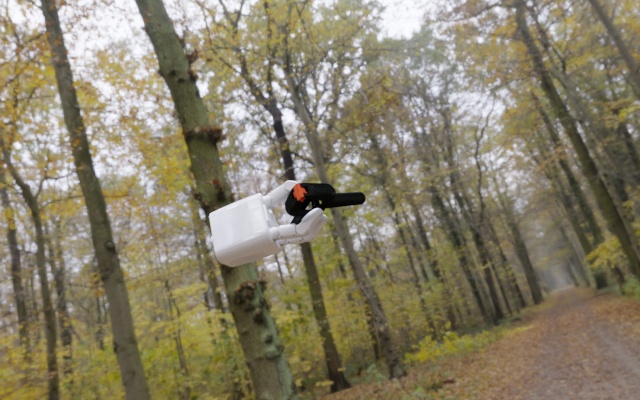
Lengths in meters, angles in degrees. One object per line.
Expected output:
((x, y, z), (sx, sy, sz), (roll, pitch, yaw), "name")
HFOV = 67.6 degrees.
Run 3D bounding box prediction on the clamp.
((0.000, 0.002, 0.880), (0.164, 0.036, 0.210), (-23, -17, 3), "clamp")
